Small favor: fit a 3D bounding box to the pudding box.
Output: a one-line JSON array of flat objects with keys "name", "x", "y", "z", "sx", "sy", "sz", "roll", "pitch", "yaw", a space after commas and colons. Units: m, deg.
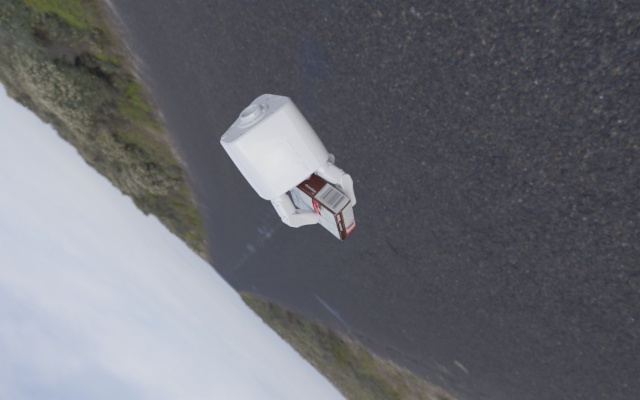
[{"name": "pudding box", "x": 0.000, "y": 0.003, "z": 0.752, "sx": 0.113, "sy": 0.039, "sz": 0.090, "roll": 38, "pitch": -17, "yaw": 27}]
